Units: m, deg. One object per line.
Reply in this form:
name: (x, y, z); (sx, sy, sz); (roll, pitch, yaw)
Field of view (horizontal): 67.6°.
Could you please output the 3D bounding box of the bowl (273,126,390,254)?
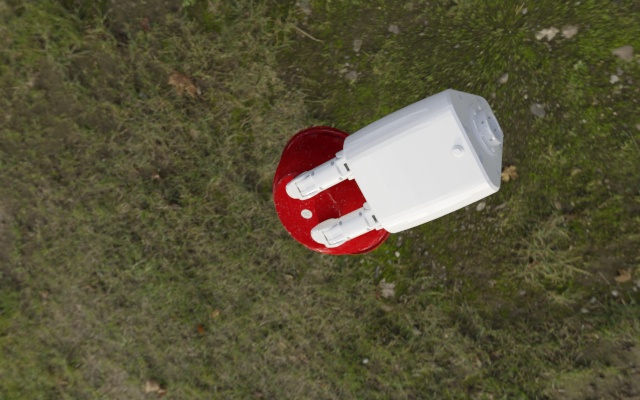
bowl: (-0.001, 0.003, 0.537); (0.162, 0.162, 0.055); (0, 25, 40)
